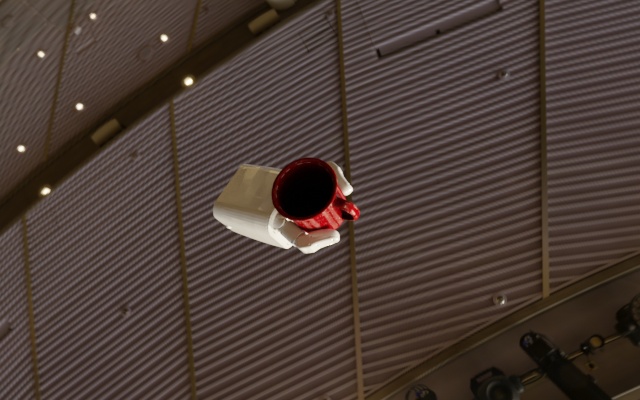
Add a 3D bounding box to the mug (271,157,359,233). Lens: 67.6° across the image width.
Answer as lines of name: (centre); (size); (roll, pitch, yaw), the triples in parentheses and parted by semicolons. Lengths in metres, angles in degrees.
mug: (0.001, 0.003, 0.662); (0.117, 0.093, 0.081); (15, -17, 24)
